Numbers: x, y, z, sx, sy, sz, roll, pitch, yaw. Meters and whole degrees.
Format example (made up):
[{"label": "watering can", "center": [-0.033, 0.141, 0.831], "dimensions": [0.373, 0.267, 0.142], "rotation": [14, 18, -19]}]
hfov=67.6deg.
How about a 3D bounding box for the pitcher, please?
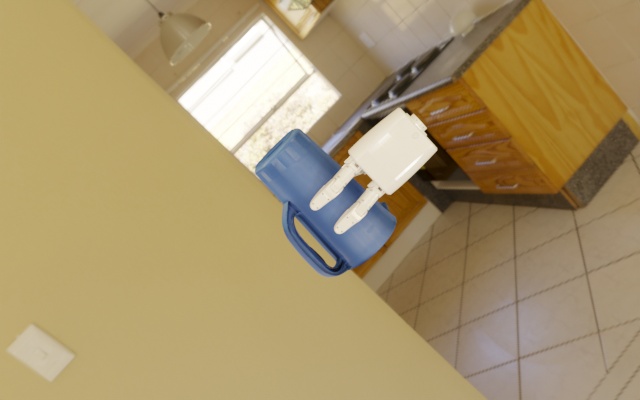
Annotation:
[{"label": "pitcher", "center": [0.000, 0.003, 0.820], "dimensions": [0.145, 0.243, 0.149], "rotation": [-42, 12, 16]}]
